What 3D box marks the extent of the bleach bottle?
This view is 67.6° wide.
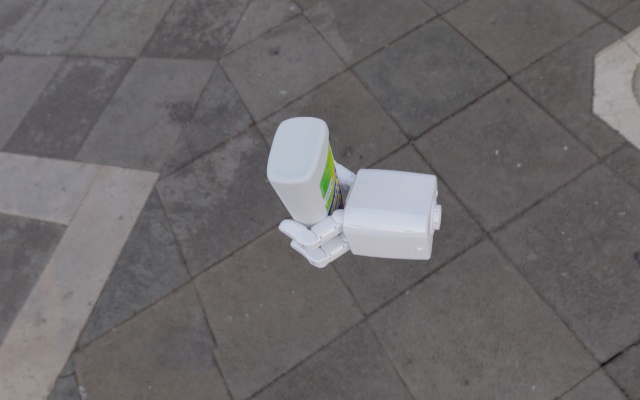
[{"bbox_3d":[0.000,0.002,0.669,0.068,0.102,0.251,3,-30,18],"label":"bleach bottle"}]
